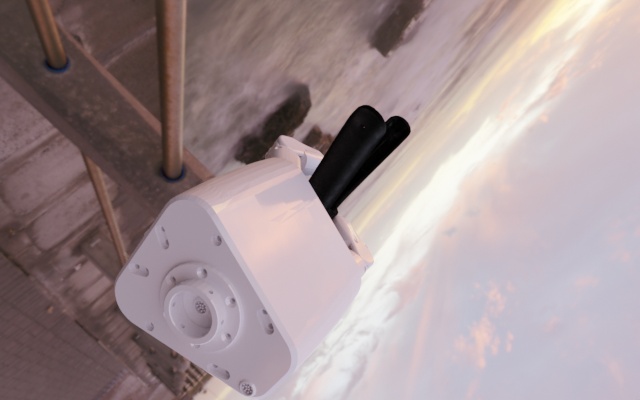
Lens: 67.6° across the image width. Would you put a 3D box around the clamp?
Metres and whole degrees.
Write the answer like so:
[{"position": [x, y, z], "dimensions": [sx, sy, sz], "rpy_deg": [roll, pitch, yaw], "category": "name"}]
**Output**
[{"position": [0.000, 0.002, 0.411], "dimensions": [0.036, 0.210, 0.164], "rpy_deg": [44, 24, 8], "category": "clamp"}]
